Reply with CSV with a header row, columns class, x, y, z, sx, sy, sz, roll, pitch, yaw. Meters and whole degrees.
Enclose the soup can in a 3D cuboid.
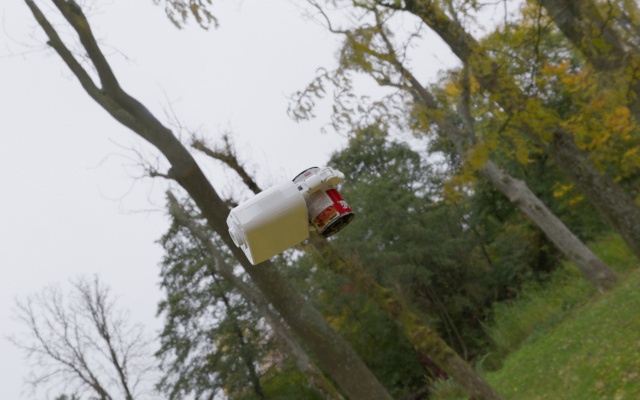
class,x,y,z,sx,sy,sz,roll,pitch,yaw
soup can,0.000,0.002,0.792,0.068,0.102,0.068,-31,-19,-12
